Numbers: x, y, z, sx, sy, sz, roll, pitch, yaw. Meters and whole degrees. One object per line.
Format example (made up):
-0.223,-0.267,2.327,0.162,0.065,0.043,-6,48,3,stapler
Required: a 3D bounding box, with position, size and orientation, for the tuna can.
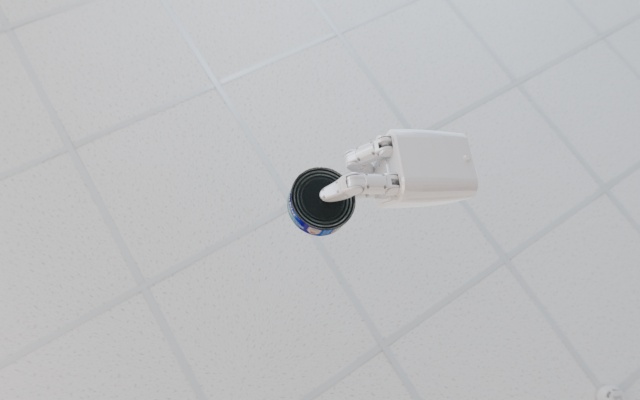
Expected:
0.000,0.002,0.622,0.086,0.086,0.034,0,-21,-15,tuna can
